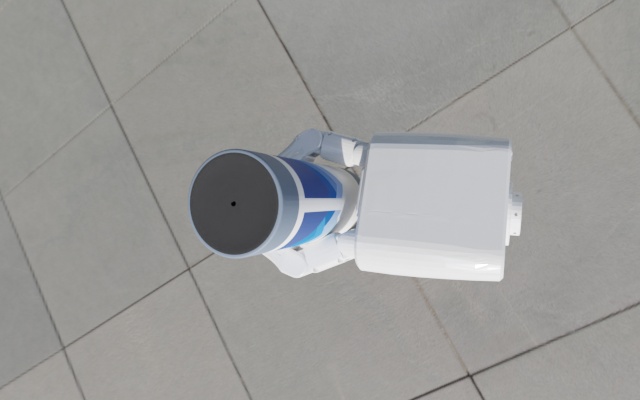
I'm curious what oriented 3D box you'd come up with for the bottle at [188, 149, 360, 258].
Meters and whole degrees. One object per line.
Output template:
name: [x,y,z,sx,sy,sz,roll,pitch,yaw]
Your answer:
bottle: [0.000,0.001,0.424,0.069,0.069,0.296,0,0,21]
